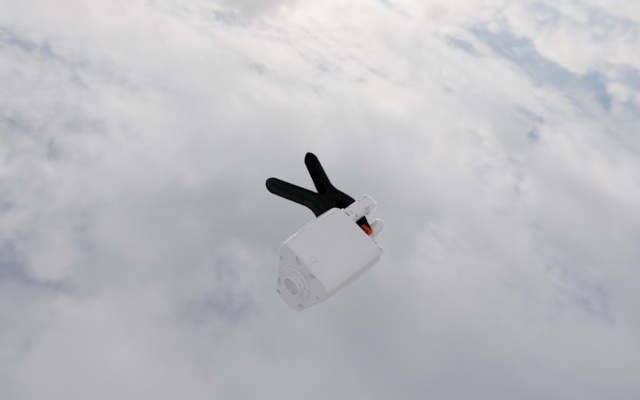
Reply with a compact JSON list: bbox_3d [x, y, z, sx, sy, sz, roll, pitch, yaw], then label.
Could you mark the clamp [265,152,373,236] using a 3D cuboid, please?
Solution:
[{"bbox_3d":[0.000,0.003,0.722,0.120,0.171,0.039,-31,-21,-39],"label":"clamp"}]
